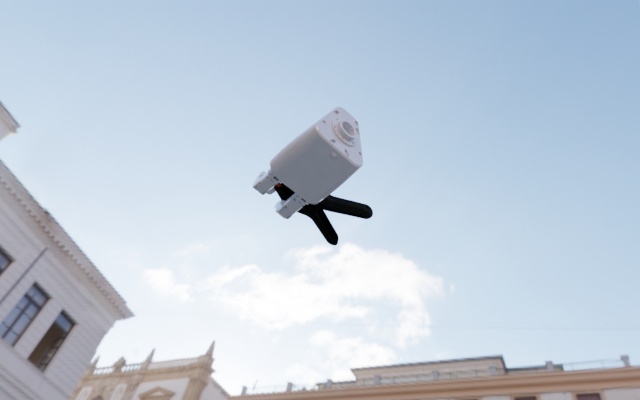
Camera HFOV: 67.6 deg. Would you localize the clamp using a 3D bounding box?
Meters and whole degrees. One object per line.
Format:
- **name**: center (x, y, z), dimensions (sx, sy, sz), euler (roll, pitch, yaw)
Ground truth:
- **clamp**: center (0.000, 0.002, 0.790), dimensions (0.171, 0.039, 0.120), euler (39, -50, -19)
